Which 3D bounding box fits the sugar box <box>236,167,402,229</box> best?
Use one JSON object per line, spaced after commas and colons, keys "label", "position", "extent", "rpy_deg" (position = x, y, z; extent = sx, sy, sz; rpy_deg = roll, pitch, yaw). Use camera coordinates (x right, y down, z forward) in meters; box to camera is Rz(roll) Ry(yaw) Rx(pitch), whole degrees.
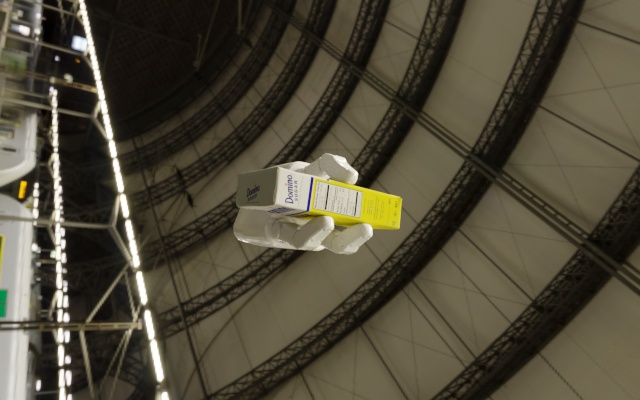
{"label": "sugar box", "position": [0.000, 0.002, 0.556], "extent": [0.176, 0.048, 0.093], "rpy_deg": [9, -7, -34]}
